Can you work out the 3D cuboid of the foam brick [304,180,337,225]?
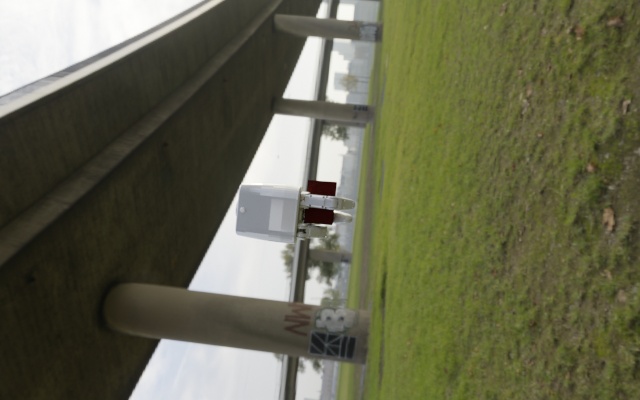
[{"bbox_3d":[0.000,0.002,0.849,0.051,0.078,0.053,6,1,3],"label":"foam brick"}]
